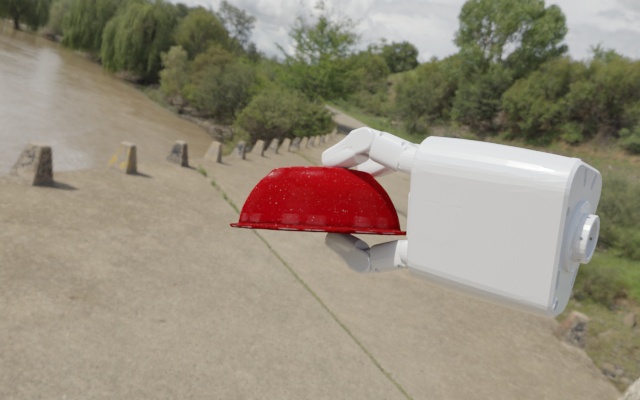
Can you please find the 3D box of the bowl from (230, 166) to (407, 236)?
[{"bbox_3d":[-0.001,0.001,0.439,0.162,0.055,0.162,2,-3,0],"label":"bowl"}]
